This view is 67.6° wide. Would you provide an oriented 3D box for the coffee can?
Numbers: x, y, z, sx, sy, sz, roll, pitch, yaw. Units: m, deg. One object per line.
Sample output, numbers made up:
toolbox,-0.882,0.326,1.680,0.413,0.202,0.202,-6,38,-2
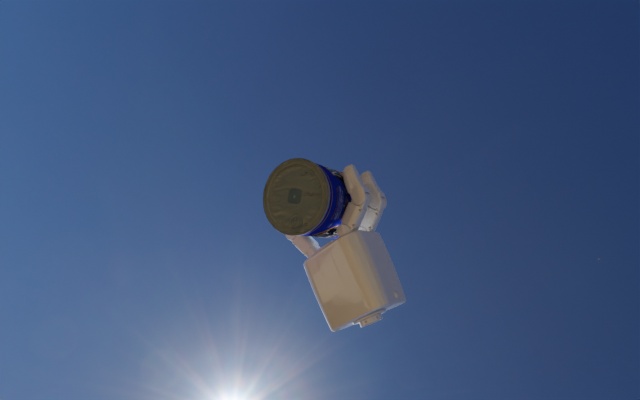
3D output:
coffee can,0.000,0.002,0.683,0.103,0.103,0.140,0,-6,30
